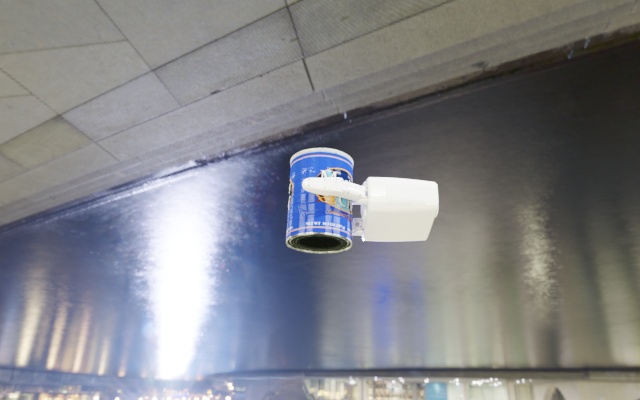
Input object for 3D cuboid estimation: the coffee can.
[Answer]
[{"bbox_3d":[0.000,0.002,0.753,0.103,0.140,0.103,2,-22,1],"label":"coffee can"}]
